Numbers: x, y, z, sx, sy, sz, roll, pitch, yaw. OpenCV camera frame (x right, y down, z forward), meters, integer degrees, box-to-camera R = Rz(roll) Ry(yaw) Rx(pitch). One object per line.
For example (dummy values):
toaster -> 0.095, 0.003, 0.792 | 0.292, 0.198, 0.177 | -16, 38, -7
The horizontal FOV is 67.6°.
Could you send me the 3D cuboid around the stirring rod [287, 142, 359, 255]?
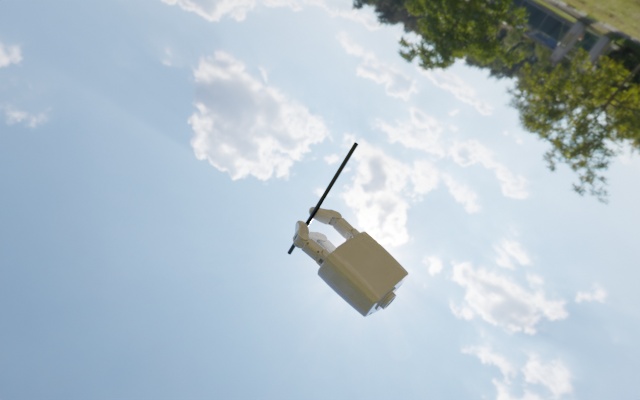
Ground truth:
stirring rod -> 0.000, 0.003, 0.800 | 0.011, 0.240, 0.011 | 24, 28, -14
